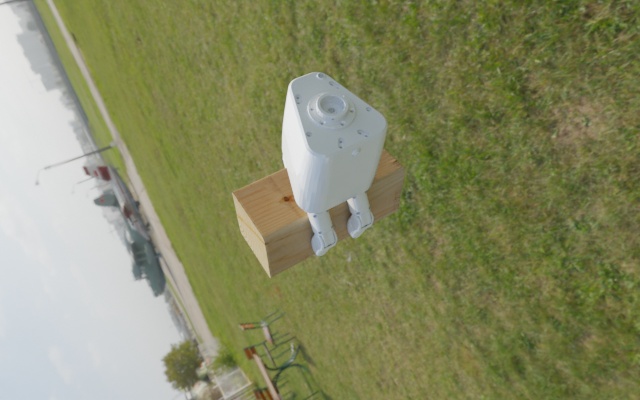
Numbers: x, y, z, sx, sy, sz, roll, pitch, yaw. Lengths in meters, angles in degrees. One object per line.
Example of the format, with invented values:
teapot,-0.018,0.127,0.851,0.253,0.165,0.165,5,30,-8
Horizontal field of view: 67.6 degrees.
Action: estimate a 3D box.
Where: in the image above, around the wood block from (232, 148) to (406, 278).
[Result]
wood block,0.000,0.002,0.635,0.206,0.090,0.090,-26,54,-20
